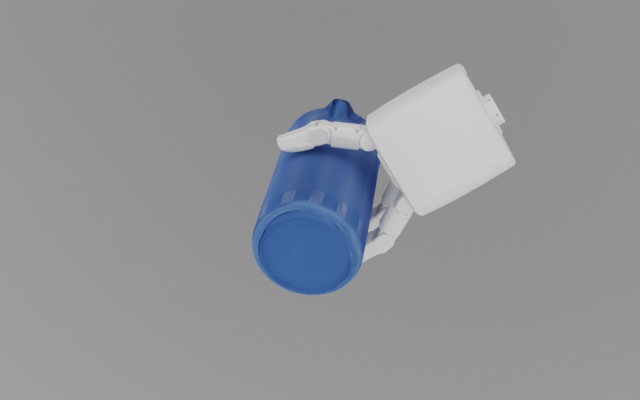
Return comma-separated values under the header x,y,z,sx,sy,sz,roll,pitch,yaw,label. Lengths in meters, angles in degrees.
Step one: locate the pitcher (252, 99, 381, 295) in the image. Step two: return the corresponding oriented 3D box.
x,y,z,sx,sy,sz,roll,pitch,yaw,label
0.000,0.002,0.553,0.145,0.149,0.242,-28,22,22,pitcher
